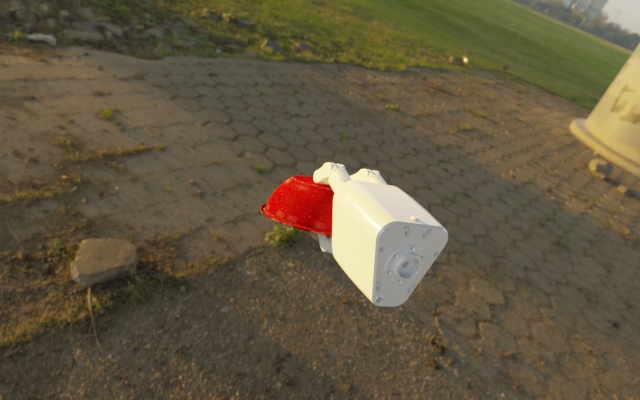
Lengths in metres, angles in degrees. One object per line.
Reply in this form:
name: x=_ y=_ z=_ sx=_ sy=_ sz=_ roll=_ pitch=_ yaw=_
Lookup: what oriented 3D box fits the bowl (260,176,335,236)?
bowl: x=-0.001 y=0.001 z=0.668 sx=0.162 sy=0.055 sz=0.162 roll=12 pitch=9 yaw=-2
